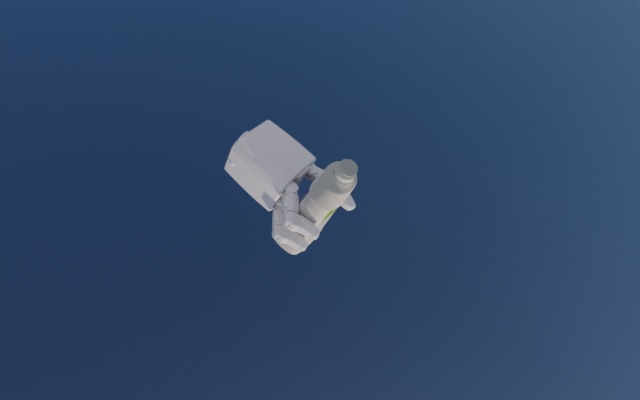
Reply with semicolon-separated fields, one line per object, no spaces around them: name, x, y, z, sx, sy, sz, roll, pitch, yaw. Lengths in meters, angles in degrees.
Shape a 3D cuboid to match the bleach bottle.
bleach bottle;0.000;0.003;0.768;0.102;0.068;0.251;-48;-1;-33
